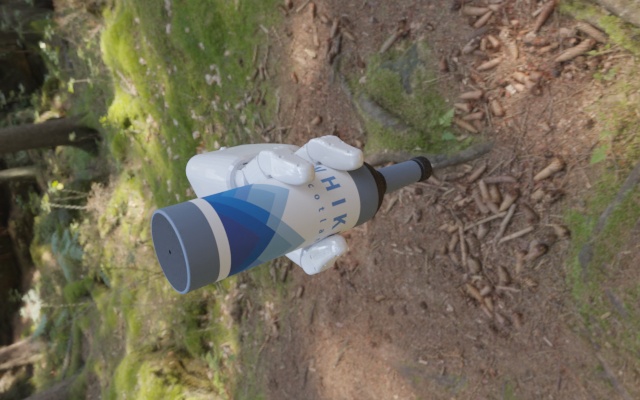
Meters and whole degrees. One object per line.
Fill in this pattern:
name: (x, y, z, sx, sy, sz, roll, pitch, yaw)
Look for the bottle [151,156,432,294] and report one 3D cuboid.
bottle: (0.000, 0.002, 0.442, 0.295, 0.069, 0.069, -18, 11, -36)
